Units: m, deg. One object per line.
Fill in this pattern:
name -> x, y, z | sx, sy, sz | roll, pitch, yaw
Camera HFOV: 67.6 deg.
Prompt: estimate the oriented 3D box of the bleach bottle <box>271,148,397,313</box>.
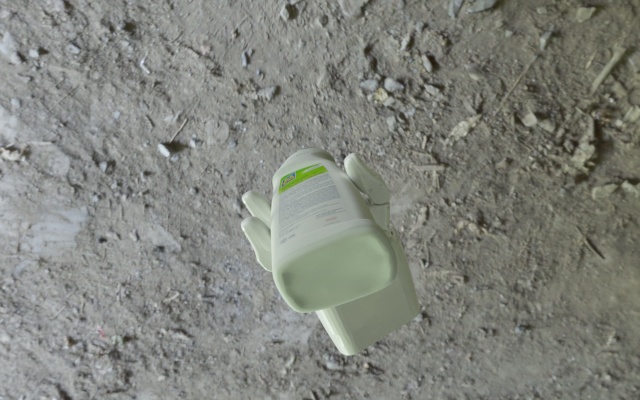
bleach bottle -> 0.000, 0.002, 0.489 | 0.102, 0.068, 0.250 | -21, 28, 6
